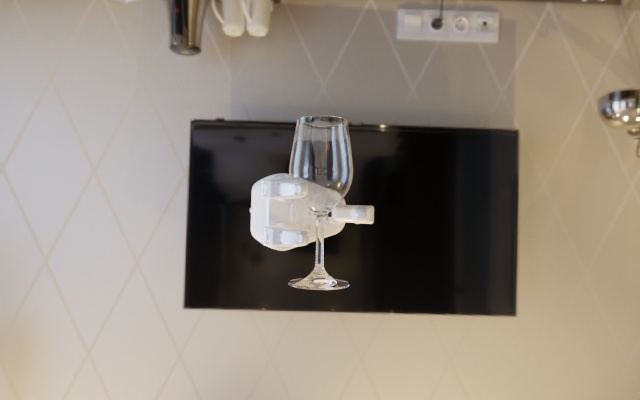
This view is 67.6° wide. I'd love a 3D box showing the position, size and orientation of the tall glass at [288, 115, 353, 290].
[{"bbox_3d":[0.000,0.003,0.579,0.079,0.201,0.079,1,0,0],"label":"tall glass"}]
